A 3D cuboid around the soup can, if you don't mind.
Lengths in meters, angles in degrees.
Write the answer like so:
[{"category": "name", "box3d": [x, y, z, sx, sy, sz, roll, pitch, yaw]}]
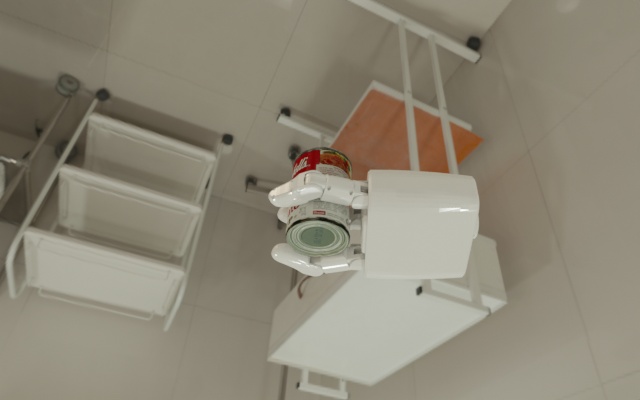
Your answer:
[{"category": "soup can", "box3d": [0.000, 0.002, 0.516, 0.068, 0.102, 0.069, 2, -40, 2]}]
